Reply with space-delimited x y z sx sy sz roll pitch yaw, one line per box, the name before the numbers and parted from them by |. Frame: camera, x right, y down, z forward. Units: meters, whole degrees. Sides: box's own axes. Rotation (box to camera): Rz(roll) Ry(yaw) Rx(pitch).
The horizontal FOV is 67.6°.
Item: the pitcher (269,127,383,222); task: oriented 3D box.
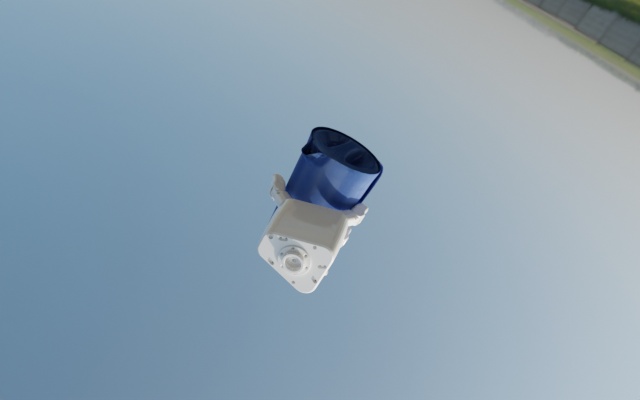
pitcher | 0.000 0.003 0.852 0.149 0.243 0.145 29 28 -4
